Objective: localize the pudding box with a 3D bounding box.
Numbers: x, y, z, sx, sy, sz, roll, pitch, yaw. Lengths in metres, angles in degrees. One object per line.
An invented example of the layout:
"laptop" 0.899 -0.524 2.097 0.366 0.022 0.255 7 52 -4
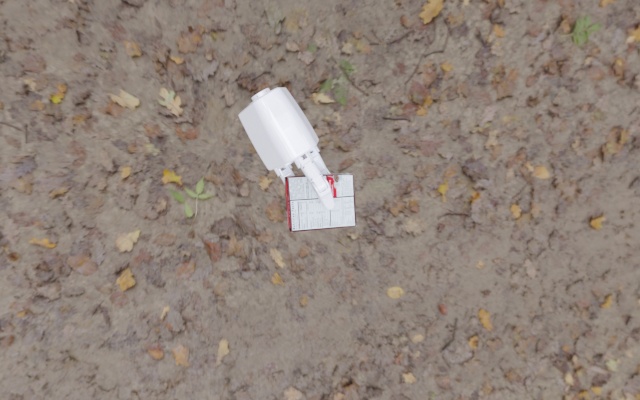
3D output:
"pudding box" 0.000 0.002 0.777 0.113 0.090 0.039 -4 4 -10
